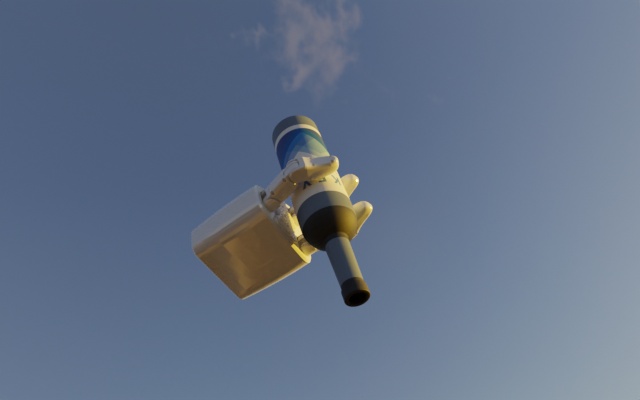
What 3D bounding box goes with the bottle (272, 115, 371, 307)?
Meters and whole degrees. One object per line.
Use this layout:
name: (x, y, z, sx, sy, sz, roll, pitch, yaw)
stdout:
bottle: (0.000, 0.002, 0.577, 0.069, 0.069, 0.295, 0, 40, -19)
